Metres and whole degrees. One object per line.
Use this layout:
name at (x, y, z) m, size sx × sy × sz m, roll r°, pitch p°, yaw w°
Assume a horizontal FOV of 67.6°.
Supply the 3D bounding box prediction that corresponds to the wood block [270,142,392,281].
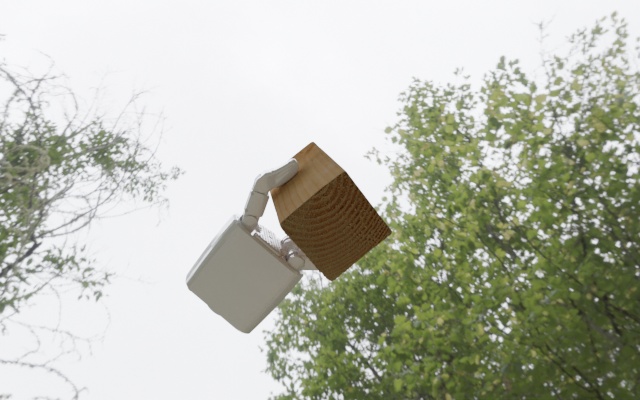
wood block at (0.000, 0.002, 0.594) m, size 0.090 × 0.091 × 0.206 m, roll -39°, pitch 19°, yaw 2°
